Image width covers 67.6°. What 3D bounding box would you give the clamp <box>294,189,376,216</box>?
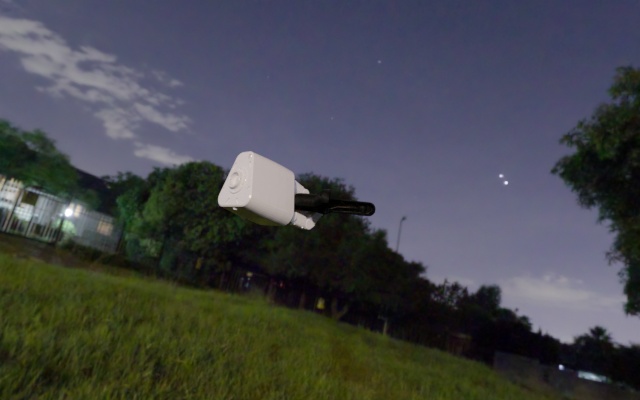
[{"bbox_3d":[0.000,0.002,0.862,0.171,0.039,0.120,-1,-20,42],"label":"clamp"}]
